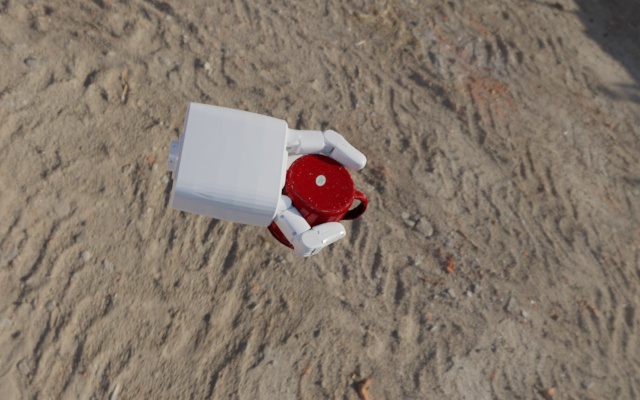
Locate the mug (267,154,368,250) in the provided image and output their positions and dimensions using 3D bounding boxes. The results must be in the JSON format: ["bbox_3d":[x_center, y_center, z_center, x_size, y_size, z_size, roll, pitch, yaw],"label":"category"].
[{"bbox_3d":[0.002,0.002,0.557,0.117,0.093,0.081,9,-34,-18],"label":"mug"}]
